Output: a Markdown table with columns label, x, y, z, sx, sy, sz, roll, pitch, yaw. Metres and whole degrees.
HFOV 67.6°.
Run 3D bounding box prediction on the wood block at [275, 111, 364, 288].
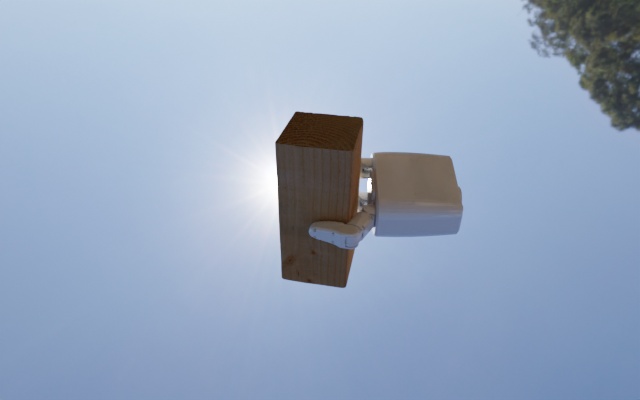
| label | x | y | z | sx | sy | sz | roll | pitch | yaw |
| --- | --- | --- | --- | --- | --- | --- | --- | --- | --- |
| wood block | 0.000 | 0.002 | 0.611 | 0.090 | 0.206 | 0.090 | 7 | 35 | 10 |
